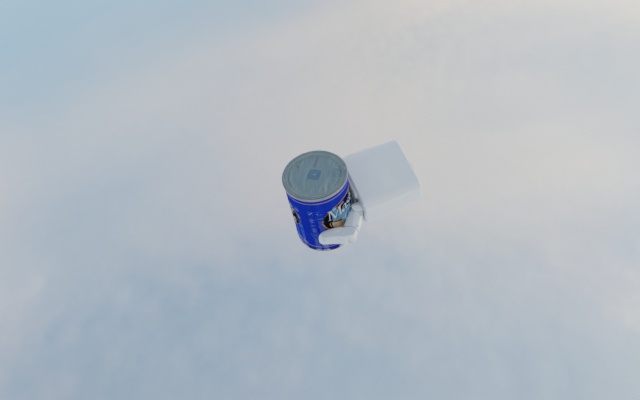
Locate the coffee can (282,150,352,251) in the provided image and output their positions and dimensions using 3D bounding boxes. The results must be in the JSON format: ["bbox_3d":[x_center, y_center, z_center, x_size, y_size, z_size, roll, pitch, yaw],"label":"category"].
[{"bbox_3d":[0.000,0.003,0.788,0.103,0.102,0.140,0,-39,10],"label":"coffee can"}]
